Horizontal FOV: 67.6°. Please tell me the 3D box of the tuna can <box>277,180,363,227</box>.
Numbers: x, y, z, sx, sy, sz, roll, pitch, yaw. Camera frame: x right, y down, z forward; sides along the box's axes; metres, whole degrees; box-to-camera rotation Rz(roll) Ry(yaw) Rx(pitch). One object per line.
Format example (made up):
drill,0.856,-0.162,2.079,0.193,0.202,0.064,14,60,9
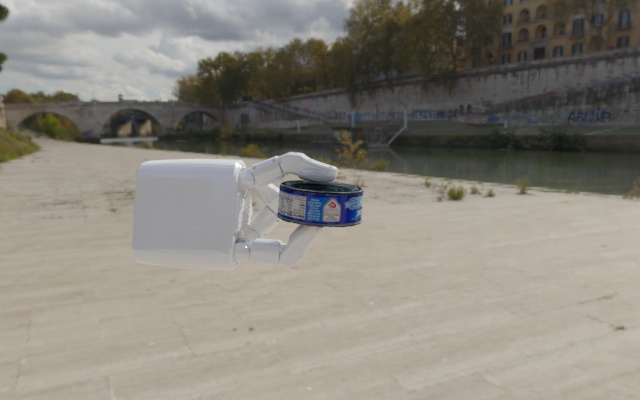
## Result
tuna can,0.000,0.001,0.479,0.086,0.034,0.086,4,9,-1
